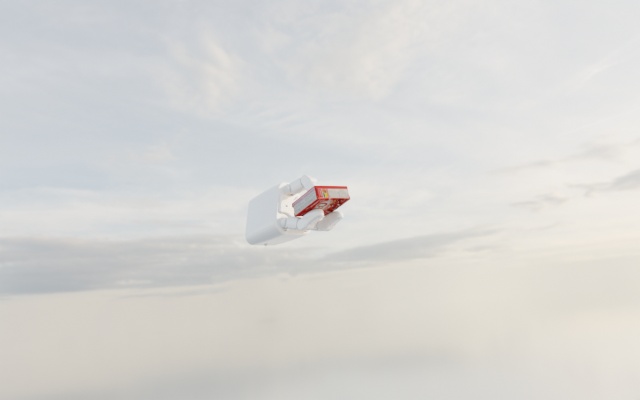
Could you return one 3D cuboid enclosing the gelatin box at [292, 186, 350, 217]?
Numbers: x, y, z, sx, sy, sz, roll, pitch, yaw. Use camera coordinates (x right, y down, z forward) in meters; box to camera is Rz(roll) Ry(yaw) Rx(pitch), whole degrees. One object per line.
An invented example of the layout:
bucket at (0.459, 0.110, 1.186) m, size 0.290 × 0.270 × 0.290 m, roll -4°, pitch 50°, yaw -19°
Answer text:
gelatin box at (0.000, 0.002, 0.885) m, size 0.073 × 0.030 × 0.089 m, roll 0°, pitch -23°, yaw -34°
